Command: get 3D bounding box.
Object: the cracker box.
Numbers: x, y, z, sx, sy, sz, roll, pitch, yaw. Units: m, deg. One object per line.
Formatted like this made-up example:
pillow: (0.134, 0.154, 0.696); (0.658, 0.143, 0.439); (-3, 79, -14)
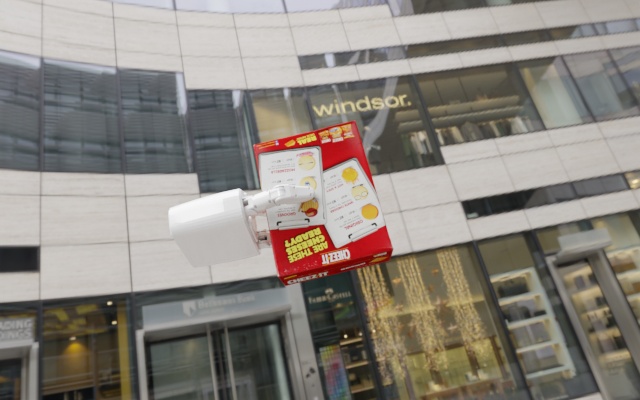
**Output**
cracker box: (0.000, 0.002, 0.714); (0.164, 0.213, 0.072); (-14, -23, 0)
